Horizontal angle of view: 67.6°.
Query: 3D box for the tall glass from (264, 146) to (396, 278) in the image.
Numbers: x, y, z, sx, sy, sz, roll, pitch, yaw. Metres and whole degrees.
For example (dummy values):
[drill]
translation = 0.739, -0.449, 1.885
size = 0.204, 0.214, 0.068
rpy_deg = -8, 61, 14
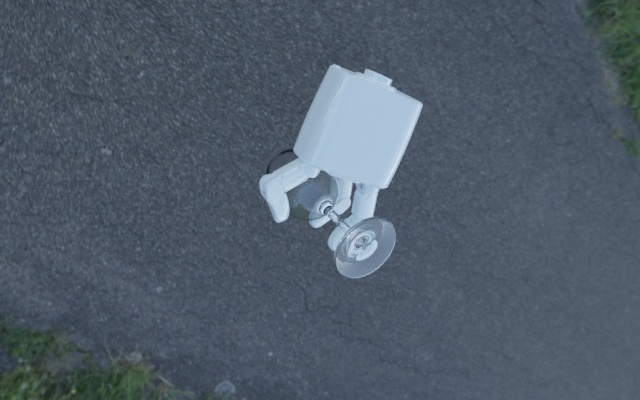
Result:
[tall glass]
translation = 0.000, 0.002, 0.560
size = 0.079, 0.079, 0.201
rpy_deg = 0, 28, -32
